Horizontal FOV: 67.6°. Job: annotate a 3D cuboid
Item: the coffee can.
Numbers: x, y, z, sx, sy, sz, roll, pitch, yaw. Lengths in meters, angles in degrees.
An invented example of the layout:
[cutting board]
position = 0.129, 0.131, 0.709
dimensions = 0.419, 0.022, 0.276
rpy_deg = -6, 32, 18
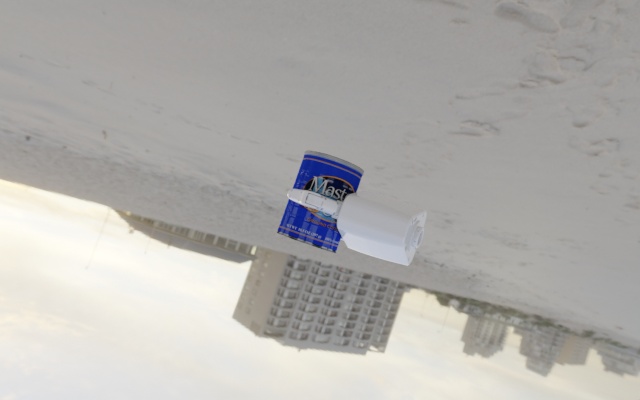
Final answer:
[coffee can]
position = 0.000, 0.002, 0.774
dimensions = 0.103, 0.140, 0.103
rpy_deg = 19, -4, 1
